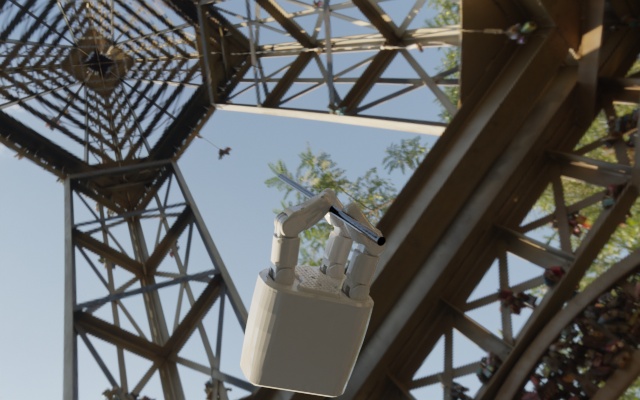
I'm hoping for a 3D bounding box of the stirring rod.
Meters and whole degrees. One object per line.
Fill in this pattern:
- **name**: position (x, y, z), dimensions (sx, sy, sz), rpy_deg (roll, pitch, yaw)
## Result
- **stirring rod**: position (0.000, 0.002, 0.489), dimensions (0.011, 0.011, 0.239), rpy_deg (0, 15, -25)
